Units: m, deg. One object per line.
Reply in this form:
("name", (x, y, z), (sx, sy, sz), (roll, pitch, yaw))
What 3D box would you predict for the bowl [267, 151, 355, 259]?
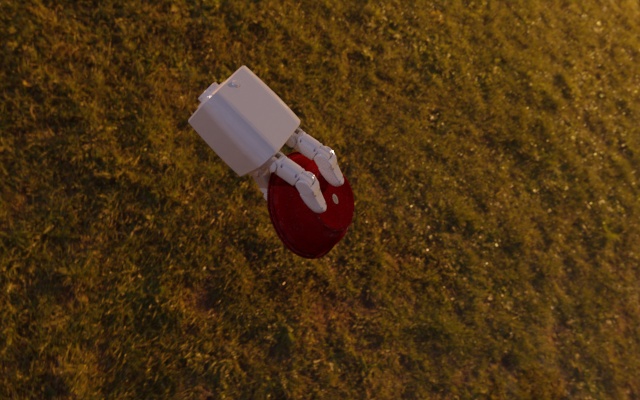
("bowl", (0.001, 0.003, 0.692), (0.055, 0.162, 0.162), (-12, -8, 41))
